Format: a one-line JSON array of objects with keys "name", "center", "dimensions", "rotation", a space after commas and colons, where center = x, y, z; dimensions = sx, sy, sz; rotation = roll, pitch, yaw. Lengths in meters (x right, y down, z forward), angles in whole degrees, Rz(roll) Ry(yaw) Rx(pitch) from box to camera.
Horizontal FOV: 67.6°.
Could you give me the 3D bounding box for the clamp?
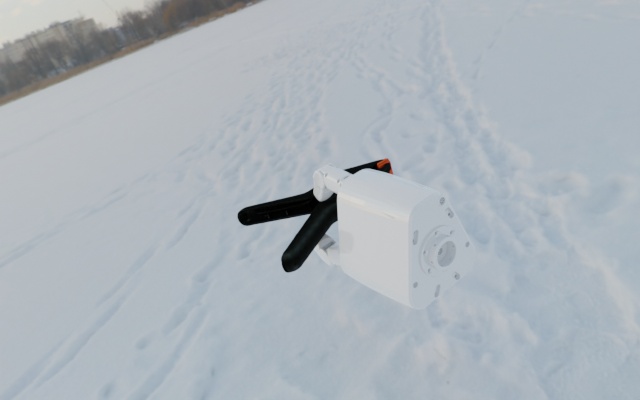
[{"name": "clamp", "center": [0.000, 0.001, 0.612], "dimensions": [0.210, 0.036, 0.164], "rotation": [-32, 32, -23]}]
